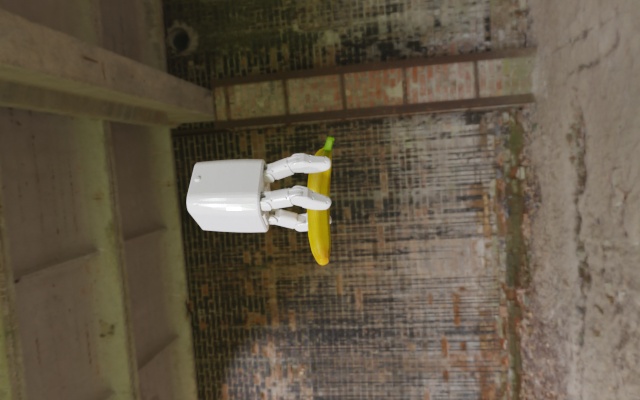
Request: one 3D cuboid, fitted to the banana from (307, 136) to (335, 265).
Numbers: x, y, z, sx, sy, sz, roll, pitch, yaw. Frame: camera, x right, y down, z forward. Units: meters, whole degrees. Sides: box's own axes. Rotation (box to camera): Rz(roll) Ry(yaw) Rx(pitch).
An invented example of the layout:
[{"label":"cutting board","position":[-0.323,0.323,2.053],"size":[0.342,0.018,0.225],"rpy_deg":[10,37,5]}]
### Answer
[{"label":"banana","position":[-0.002,0.004,0.735],"size":[0.037,0.197,0.070],"rpy_deg":[3,-14,-5]}]
